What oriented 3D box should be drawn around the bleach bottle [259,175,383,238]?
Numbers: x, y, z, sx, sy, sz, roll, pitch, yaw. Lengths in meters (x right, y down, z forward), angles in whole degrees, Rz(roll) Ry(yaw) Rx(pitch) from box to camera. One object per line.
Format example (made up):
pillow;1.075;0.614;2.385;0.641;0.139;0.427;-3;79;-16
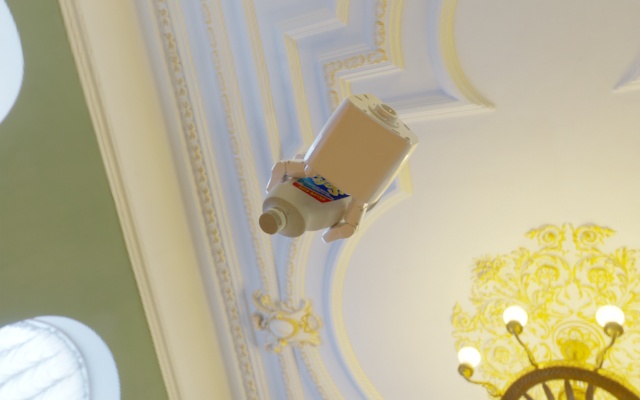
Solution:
bleach bottle;0.000;0.002;0.691;0.102;0.068;0.250;41;30;12
